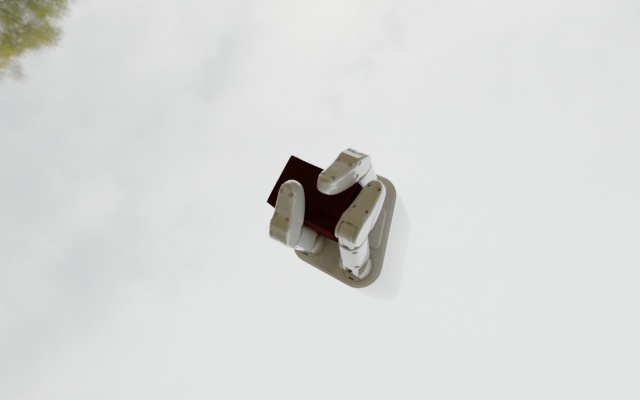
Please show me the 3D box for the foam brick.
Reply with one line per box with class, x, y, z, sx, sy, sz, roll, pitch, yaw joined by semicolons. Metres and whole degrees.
foam brick;0.000;0.001;0.448;0.078;0.053;0.051;25;-9;28
